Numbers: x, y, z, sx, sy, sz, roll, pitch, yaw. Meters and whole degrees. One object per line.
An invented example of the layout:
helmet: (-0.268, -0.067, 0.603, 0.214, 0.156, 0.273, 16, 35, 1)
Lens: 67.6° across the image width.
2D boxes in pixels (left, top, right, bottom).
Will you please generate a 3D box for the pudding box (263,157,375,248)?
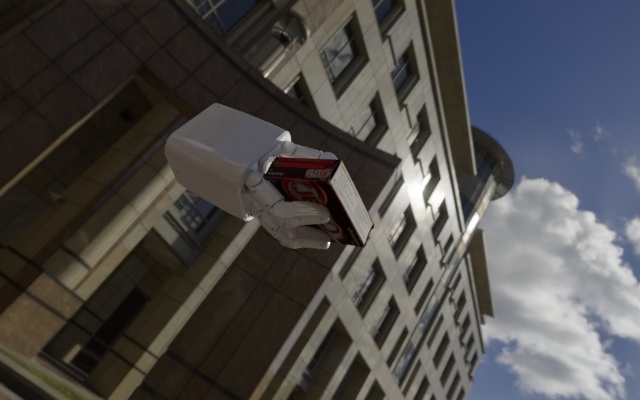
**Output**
pudding box: (0.000, 0.002, 0.538, 0.090, 0.039, 0.114, 7, -35, 36)
